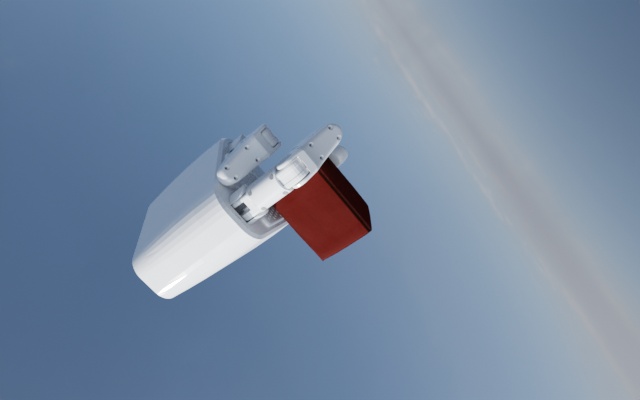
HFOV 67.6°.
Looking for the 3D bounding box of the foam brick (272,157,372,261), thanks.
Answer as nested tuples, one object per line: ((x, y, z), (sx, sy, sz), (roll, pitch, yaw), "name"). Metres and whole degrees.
((0.000, 0.002, 0.411), (0.051, 0.078, 0.053), (-37, 15, 16), "foam brick")
